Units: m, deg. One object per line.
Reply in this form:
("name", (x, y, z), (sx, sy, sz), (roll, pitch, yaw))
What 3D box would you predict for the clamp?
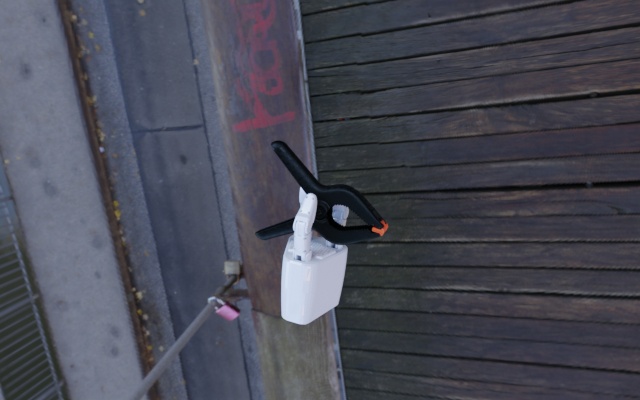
("clamp", (0.000, 0.003, 0.721), (0.210, 0.165, 0.036), (12, 20, 18))
